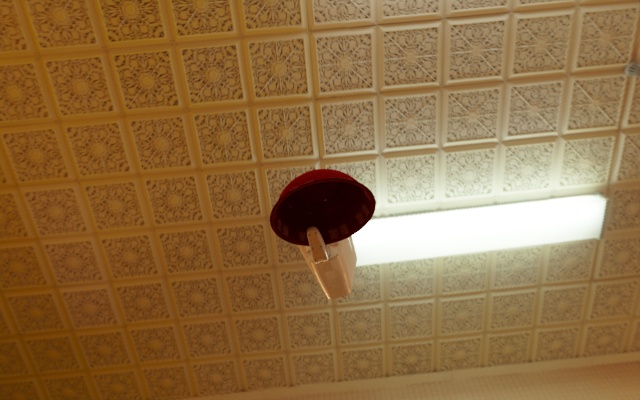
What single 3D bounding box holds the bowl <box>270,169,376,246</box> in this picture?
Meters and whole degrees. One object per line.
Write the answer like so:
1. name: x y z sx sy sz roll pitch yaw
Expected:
1. bowl: 0.000 0.001 0.730 0.162 0.055 0.162 -8 -38 -6
